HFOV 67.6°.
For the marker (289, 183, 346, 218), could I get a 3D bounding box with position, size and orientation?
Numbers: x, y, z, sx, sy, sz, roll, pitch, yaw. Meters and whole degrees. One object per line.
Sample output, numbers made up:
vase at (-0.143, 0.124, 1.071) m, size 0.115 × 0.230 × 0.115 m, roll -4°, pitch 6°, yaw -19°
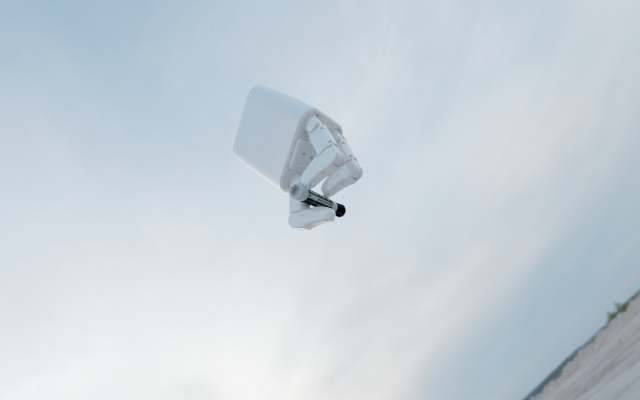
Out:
marker at (0.000, 0.002, 0.608) m, size 0.020 × 0.020 × 0.121 m, roll 0°, pitch -13°, yaw 30°
